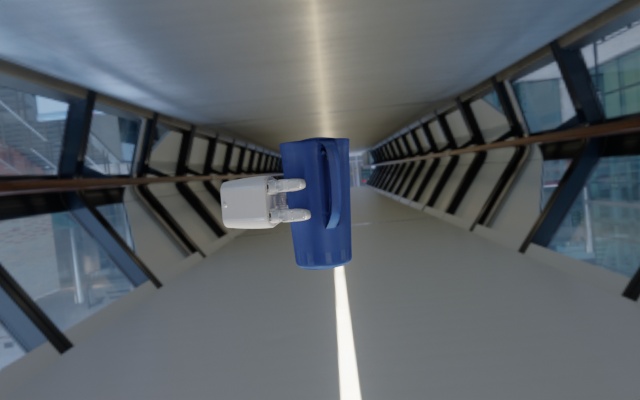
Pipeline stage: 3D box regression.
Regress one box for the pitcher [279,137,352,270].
[{"bbox_3d":[0.000,0.003,0.897,0.145,0.243,0.149,-4,3,26],"label":"pitcher"}]
